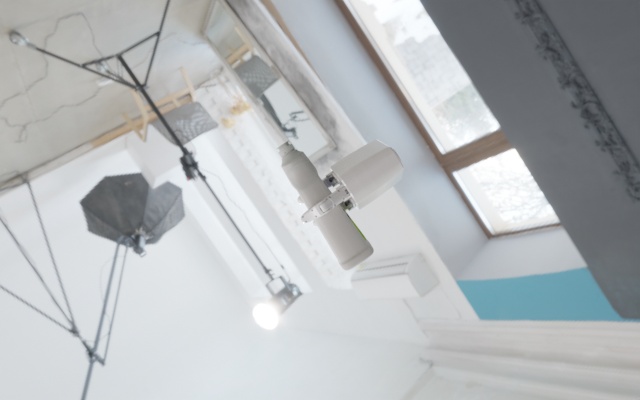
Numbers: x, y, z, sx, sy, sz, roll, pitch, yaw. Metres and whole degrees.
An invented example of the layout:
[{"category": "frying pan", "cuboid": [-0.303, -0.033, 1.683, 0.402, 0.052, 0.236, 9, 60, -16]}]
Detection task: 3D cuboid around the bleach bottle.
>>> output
[{"category": "bleach bottle", "cuboid": [0.000, 0.003, 0.872, 0.068, 0.251, 0.102, -34, 4, 1]}]
